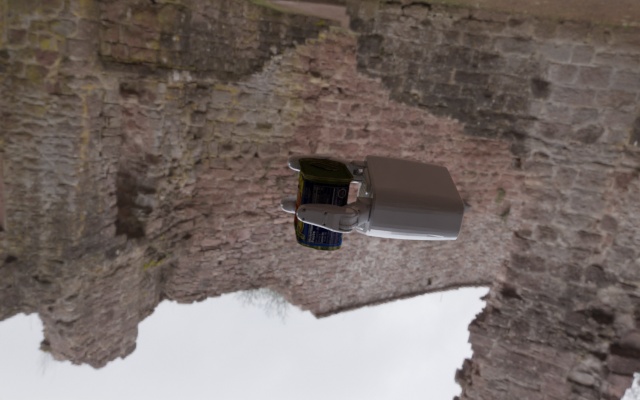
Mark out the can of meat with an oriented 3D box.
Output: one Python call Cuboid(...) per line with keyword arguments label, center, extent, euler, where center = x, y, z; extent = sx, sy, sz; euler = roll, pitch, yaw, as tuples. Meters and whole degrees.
Cuboid(label="can of meat", center=(0.000, 0.002, 0.556), extent=(0.057, 0.084, 0.102), euler=(5, 16, -7))
